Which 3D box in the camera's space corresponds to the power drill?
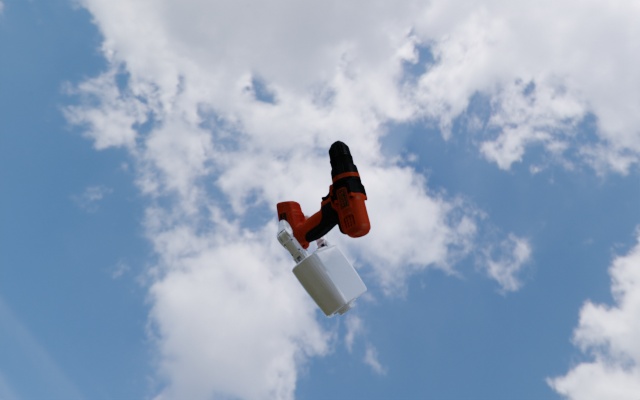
[{"bbox_3d":[0.000,0.003,0.886,0.188,0.184,0.057,-29,-28,37],"label":"power drill"}]
